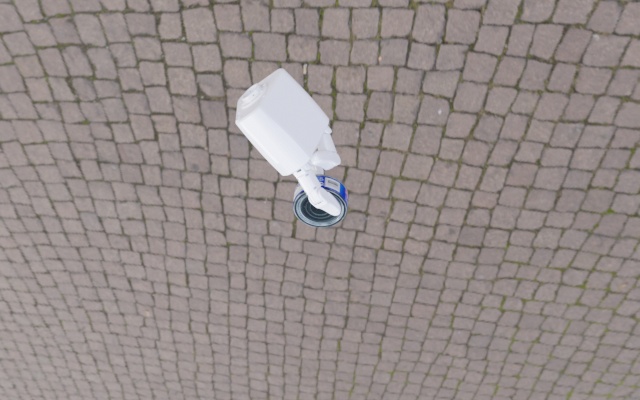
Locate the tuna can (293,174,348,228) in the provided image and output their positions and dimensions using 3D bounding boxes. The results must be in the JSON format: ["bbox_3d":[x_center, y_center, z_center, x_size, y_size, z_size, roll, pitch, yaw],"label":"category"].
[{"bbox_3d":[0.000,0.003,0.747,0.086,0.086,0.033,0,42,4],"label":"tuna can"}]
